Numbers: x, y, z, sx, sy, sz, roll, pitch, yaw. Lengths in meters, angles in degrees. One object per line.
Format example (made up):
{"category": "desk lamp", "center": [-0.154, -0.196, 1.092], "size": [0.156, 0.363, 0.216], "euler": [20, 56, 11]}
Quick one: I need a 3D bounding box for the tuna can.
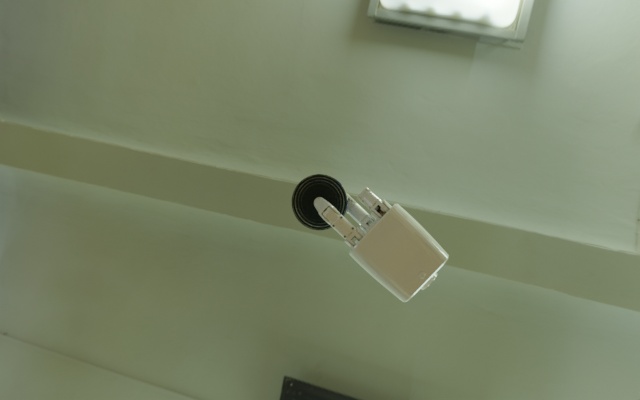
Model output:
{"category": "tuna can", "center": [0.000, 0.002, 0.741], "size": [0.086, 0.086, 0.034], "euler": [0, 1, 7]}
